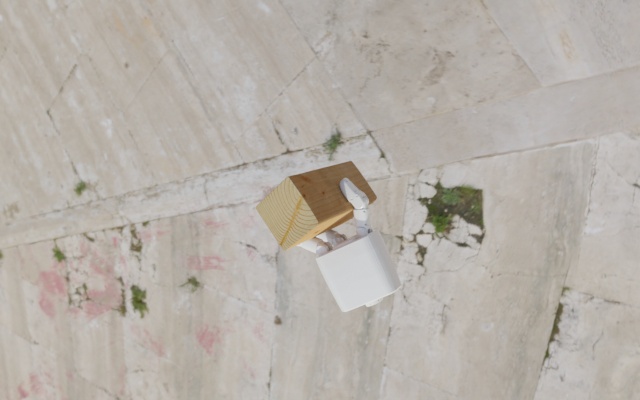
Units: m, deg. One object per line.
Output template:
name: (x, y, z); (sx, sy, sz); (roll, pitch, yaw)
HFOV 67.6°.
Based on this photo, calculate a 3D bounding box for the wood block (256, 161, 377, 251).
wood block: (0.000, 0.003, 0.828); (0.091, 0.090, 0.206); (-40, -11, 32)
